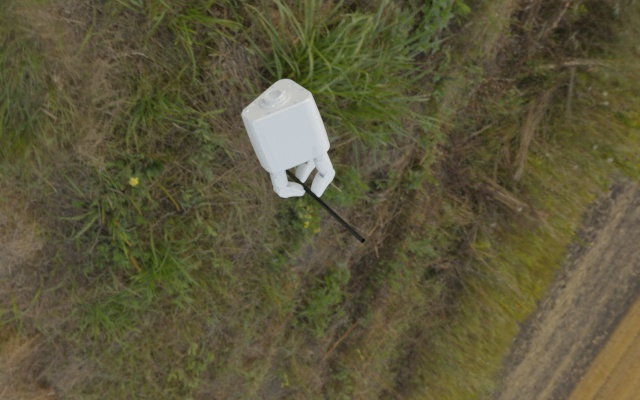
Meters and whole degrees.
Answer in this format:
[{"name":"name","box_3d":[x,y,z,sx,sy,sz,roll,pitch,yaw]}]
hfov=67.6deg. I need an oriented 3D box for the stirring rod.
[{"name":"stirring rod","box_3d":[0.000,0.003,0.813,0.011,0.011,0.239,0,30,-39]}]
